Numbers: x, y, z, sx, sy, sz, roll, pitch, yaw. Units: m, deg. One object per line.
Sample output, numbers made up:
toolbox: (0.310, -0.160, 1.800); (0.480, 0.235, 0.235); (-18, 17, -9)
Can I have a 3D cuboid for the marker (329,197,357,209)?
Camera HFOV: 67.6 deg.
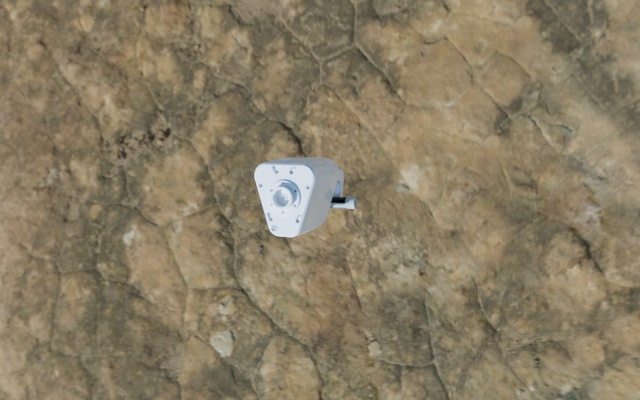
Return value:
marker: (0.000, 0.003, 0.800); (0.121, 0.020, 0.020); (2, 1, 18)
